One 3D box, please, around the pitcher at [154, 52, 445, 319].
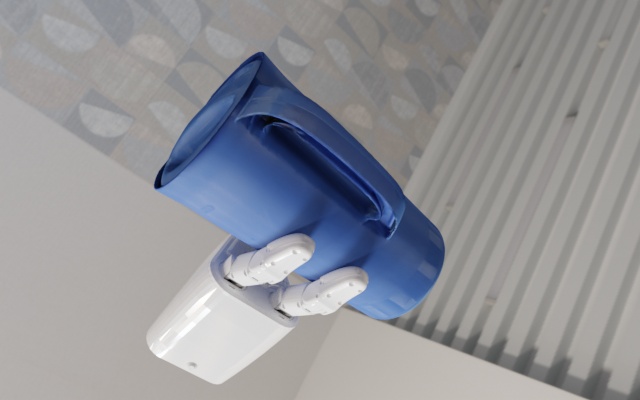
[{"bbox_3d":[0.000,0.001,0.404,0.243,0.145,0.149,38,20,-24],"label":"pitcher"}]
